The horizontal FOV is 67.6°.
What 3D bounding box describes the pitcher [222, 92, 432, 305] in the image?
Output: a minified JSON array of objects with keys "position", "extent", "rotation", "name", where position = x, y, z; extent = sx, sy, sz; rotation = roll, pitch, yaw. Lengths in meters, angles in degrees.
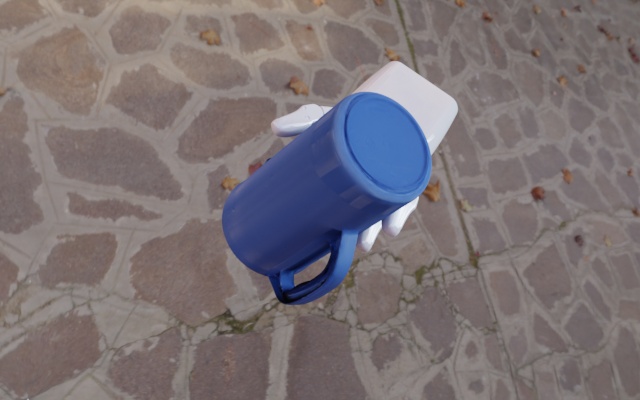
[{"position":[0.000,0.001,0.500],"extent":[0.145,0.149,0.243],"rotation":[-47,8,-36],"name":"pitcher"}]
